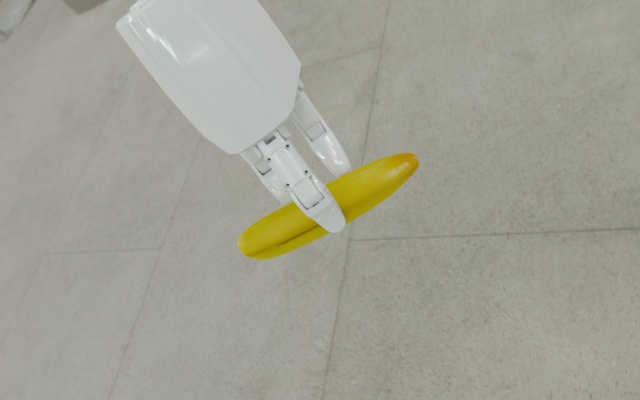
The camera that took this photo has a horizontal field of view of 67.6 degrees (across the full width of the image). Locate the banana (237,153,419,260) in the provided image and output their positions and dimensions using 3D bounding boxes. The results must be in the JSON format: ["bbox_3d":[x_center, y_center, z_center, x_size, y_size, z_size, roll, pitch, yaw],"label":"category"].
[{"bbox_3d":[-0.008,0.011,0.417,0.198,0.037,0.069,-26,15,28],"label":"banana"}]
